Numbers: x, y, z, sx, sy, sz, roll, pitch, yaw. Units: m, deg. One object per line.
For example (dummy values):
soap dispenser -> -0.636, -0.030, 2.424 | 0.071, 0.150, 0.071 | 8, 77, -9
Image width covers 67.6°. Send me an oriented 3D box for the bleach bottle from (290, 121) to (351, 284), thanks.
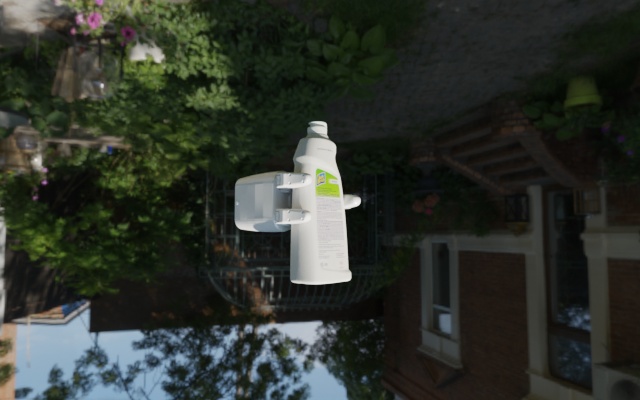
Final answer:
bleach bottle -> 0.000, 0.003, 0.759 | 0.068, 0.251, 0.102 | -3, -5, 40
